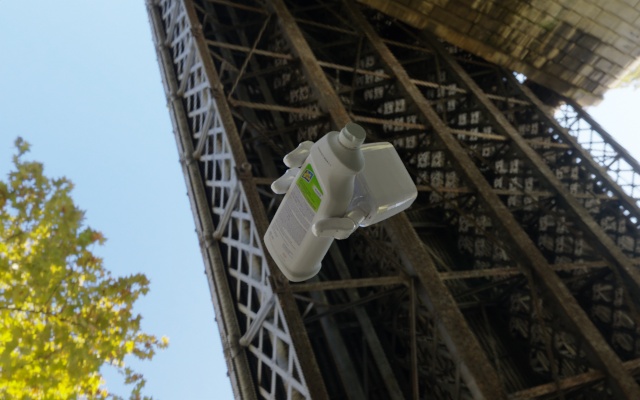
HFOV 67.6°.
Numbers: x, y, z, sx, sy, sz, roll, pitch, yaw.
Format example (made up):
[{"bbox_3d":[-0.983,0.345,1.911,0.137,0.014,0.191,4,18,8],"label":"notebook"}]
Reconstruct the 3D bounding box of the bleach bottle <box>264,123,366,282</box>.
[{"bbox_3d":[0.000,0.002,0.668,0.068,0.102,0.251,-15,-32,-41],"label":"bleach bottle"}]
